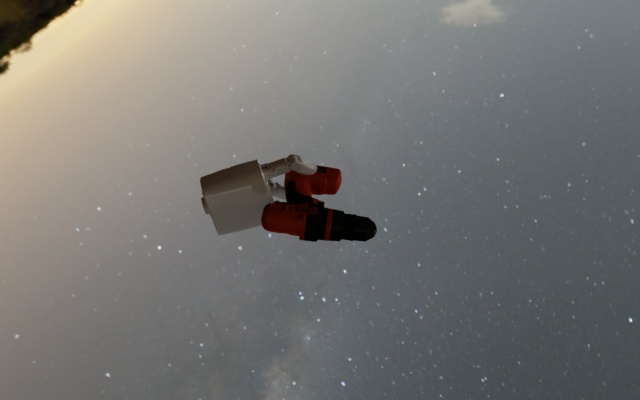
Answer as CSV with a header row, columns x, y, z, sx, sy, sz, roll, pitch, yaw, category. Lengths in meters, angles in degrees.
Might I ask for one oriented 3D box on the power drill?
x,y,z,sx,sy,sz,roll,pitch,yaw,category
0.000,0.002,0.819,0.184,0.057,0.187,9,28,-3,power drill
